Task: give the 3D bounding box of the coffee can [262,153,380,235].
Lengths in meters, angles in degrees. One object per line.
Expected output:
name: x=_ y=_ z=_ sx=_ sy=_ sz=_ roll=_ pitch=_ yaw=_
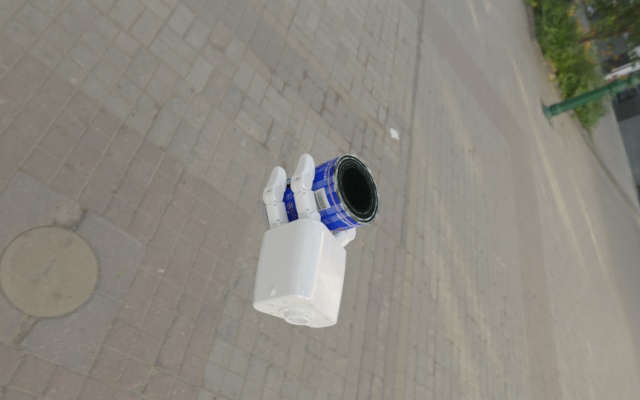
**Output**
coffee can: x=0.000 y=0.002 z=0.693 sx=0.140 sy=0.103 sz=0.103 roll=-20 pitch=-13 yaw=37
